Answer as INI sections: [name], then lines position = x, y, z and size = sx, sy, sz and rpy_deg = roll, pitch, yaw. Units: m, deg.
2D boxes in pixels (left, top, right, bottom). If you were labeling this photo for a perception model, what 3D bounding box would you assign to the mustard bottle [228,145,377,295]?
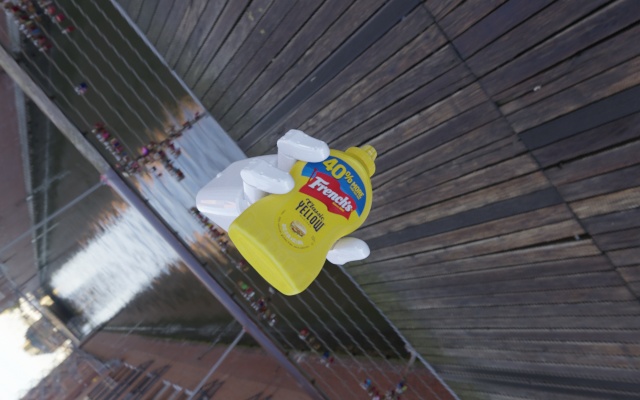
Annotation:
[mustard bottle]
position = 0.000, 0.002, 0.507
size = 0.191, 0.096, 0.058
rpy_deg = -45, 4, -30
